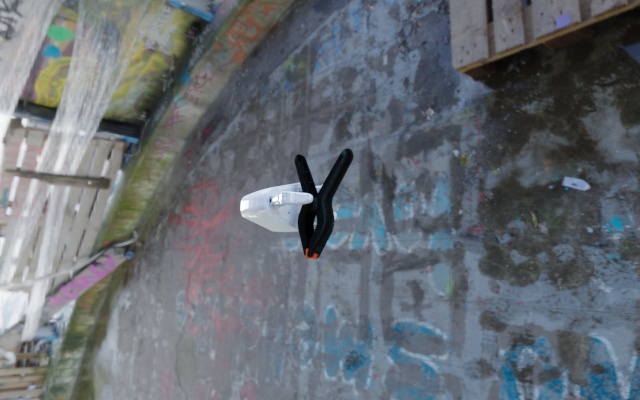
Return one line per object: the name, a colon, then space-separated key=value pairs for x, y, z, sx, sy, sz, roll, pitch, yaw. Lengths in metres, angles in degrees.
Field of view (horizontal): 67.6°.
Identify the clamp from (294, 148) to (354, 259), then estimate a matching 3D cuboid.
clamp: x=-0.001 y=0.003 z=0.885 sx=0.036 sy=0.210 sz=0.164 roll=9 pitch=-11 yaw=-36
